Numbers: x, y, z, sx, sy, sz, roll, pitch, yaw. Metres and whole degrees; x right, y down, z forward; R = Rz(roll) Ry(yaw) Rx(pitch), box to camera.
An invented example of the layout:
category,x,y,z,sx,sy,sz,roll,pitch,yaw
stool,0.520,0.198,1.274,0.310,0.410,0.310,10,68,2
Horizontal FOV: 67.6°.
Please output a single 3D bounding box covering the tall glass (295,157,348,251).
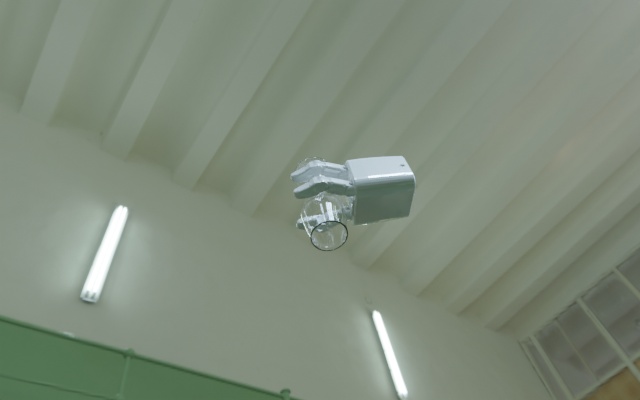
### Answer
category,x,y,z,sx,sy,sz,roll,pitch,yaw
tall glass,0.000,0.002,0.847,0.079,0.079,0.201,0,34,-10
